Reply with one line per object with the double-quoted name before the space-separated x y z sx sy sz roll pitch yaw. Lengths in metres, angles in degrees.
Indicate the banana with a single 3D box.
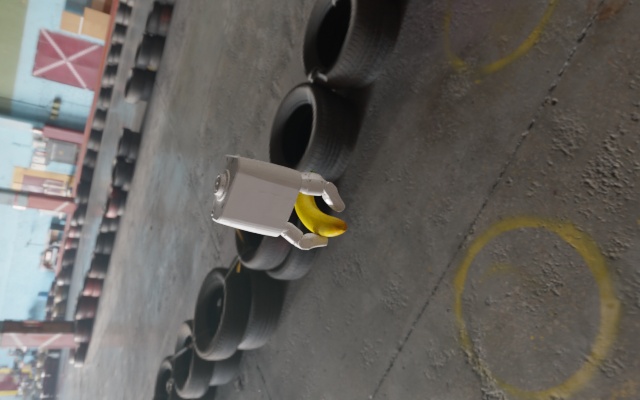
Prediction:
"banana" -0.010 0.016 0.846 0.037 0.070 0.197 18 23 -30
